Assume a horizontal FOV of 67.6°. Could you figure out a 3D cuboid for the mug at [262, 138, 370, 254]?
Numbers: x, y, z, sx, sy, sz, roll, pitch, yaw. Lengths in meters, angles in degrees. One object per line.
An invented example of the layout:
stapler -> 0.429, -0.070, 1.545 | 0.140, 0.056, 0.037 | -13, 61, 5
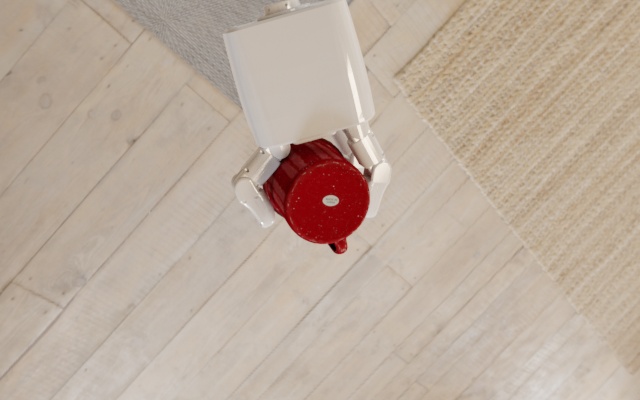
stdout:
mug -> 0.000, 0.003, 0.465 | 0.093, 0.117, 0.081 | -22, 23, -9
